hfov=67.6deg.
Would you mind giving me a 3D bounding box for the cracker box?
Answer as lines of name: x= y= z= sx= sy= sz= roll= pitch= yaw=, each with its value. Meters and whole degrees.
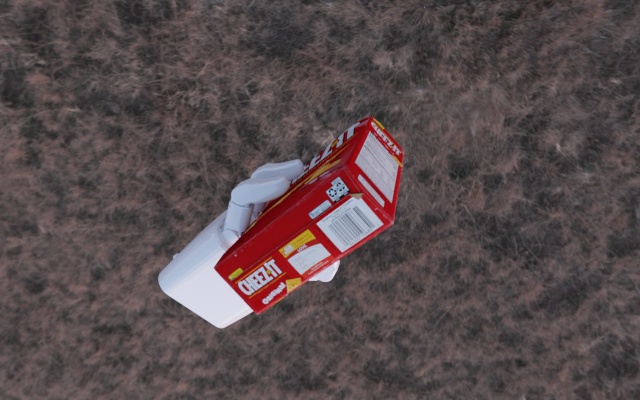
cracker box: x=0.000 y=0.002 z=0.505 sx=0.164 sy=0.072 sz=0.213 roll=-37 pitch=10 yaw=23
